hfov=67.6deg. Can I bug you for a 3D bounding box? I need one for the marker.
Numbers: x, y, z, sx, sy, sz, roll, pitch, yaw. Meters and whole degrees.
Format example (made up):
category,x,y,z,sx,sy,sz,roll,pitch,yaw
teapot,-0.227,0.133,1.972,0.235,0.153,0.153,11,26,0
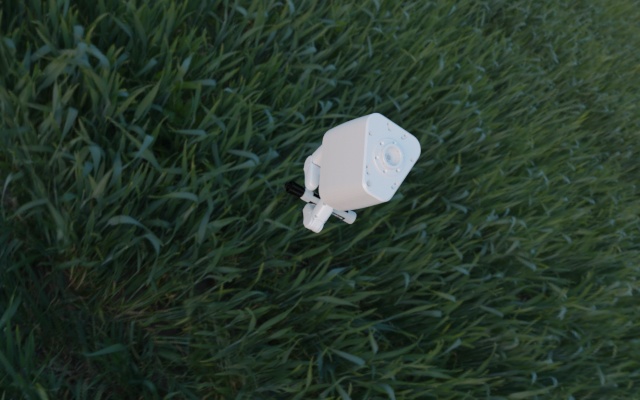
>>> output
category,x,y,z,sx,sy,sz,roll,pitch,yaw
marker,0.000,0.002,0.702,0.121,0.020,0.020,27,-12,-25
